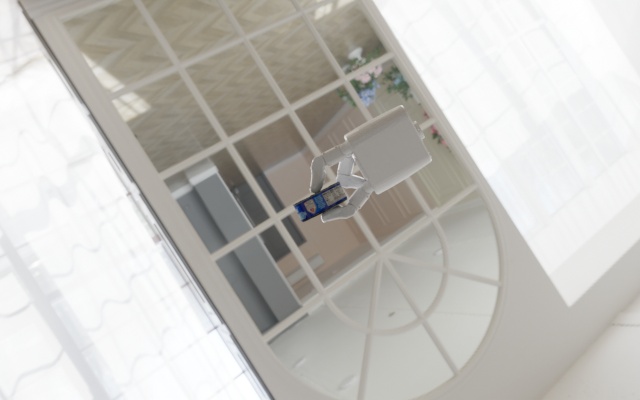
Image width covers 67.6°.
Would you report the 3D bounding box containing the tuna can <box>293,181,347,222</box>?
[{"bbox_3d":[0.000,0.003,0.779,0.086,0.034,0.086,-27,0,0],"label":"tuna can"}]
